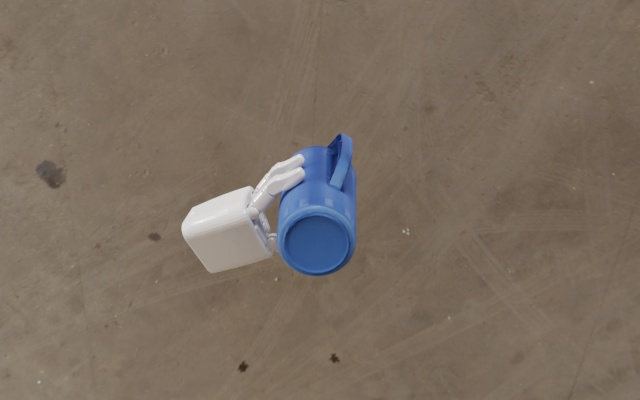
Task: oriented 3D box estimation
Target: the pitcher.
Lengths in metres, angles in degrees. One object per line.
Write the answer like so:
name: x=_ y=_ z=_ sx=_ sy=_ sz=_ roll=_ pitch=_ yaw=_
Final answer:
pitcher: x=0.000 y=0.003 z=0.738 sx=0.145 sy=0.149 sz=0.242 roll=-16 pitch=22 yaw=7
